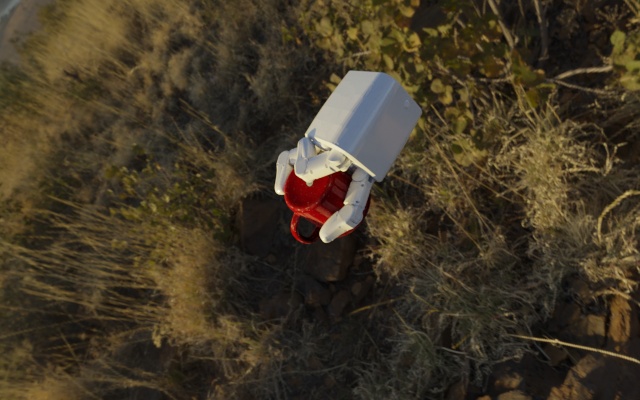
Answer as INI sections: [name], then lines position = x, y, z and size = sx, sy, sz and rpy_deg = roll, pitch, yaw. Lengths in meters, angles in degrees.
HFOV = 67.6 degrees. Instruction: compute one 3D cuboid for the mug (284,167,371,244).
[mug]
position = -0.001, 0.003, 0.633
size = 0.093, 0.117, 0.081
rpy_deg = 31, -1, 45
